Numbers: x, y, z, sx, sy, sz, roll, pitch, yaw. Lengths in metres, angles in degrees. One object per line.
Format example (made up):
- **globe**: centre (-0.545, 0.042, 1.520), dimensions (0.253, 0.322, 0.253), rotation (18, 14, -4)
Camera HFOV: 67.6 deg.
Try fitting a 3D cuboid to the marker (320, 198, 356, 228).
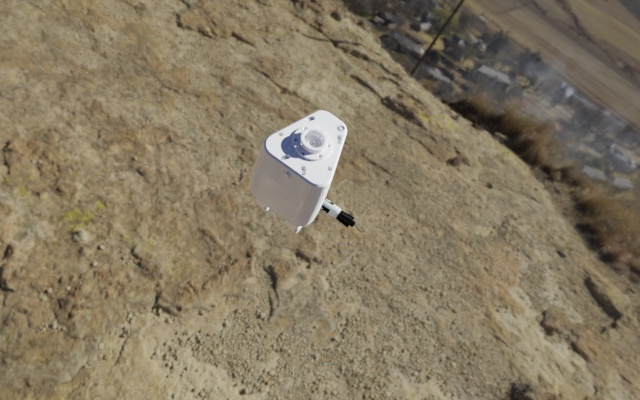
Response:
- **marker**: centre (0.000, 0.002, 0.712), dimensions (0.121, 0.020, 0.020), rotation (34, 2, 3)
